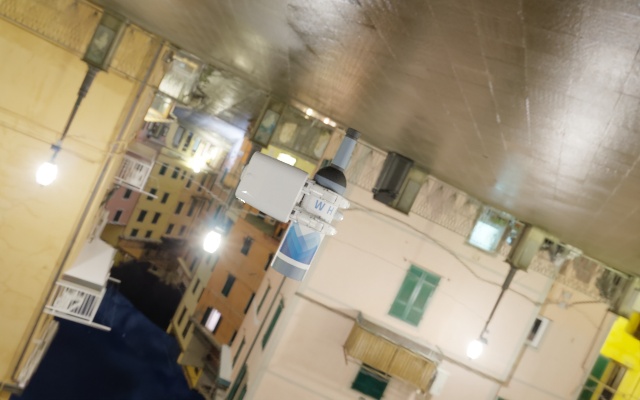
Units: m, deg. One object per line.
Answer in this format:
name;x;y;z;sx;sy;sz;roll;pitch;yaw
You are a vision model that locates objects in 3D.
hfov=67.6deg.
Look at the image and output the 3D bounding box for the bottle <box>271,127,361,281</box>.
bottle;0.000;0.003;0.890;0.069;0.296;0.069;25;2;-1
